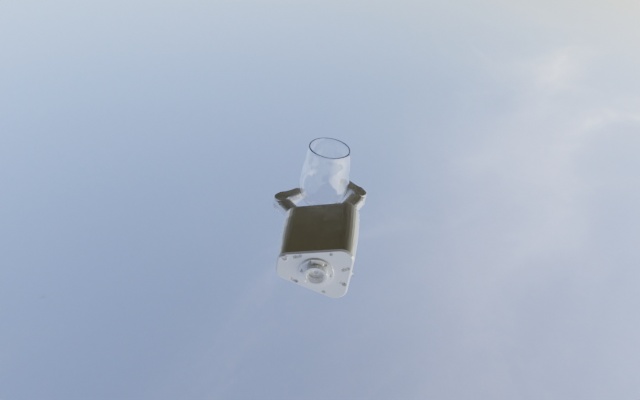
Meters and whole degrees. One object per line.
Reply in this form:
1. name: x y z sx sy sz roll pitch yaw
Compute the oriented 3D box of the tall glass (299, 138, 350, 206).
1. tall glass: 0.000 0.003 0.760 0.079 0.201 0.079 6 35 -5
